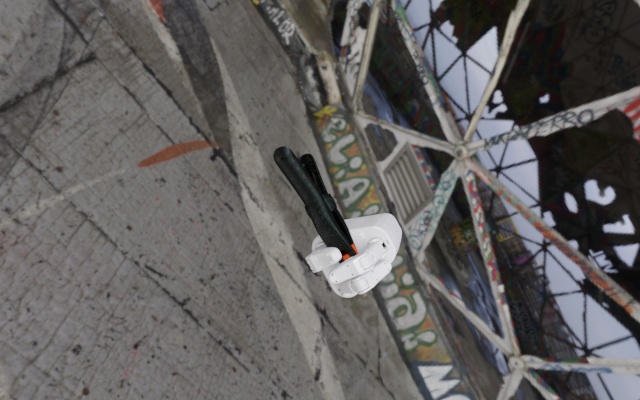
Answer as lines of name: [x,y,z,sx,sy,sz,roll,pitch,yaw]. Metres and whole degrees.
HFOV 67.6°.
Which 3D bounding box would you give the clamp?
clamp: [0.001,0.002,0.638,0.039,0.171,0.120,-27,3,19]
